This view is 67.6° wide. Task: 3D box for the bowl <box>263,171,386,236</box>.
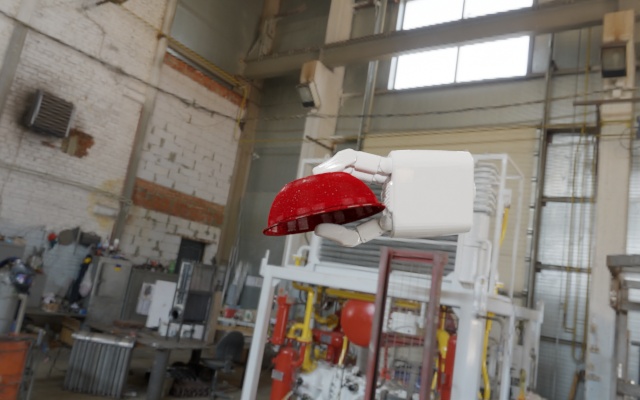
[{"bbox_3d":[-0.001,0.002,0.618,0.162,0.055,0.162,-12,-10,-2],"label":"bowl"}]
